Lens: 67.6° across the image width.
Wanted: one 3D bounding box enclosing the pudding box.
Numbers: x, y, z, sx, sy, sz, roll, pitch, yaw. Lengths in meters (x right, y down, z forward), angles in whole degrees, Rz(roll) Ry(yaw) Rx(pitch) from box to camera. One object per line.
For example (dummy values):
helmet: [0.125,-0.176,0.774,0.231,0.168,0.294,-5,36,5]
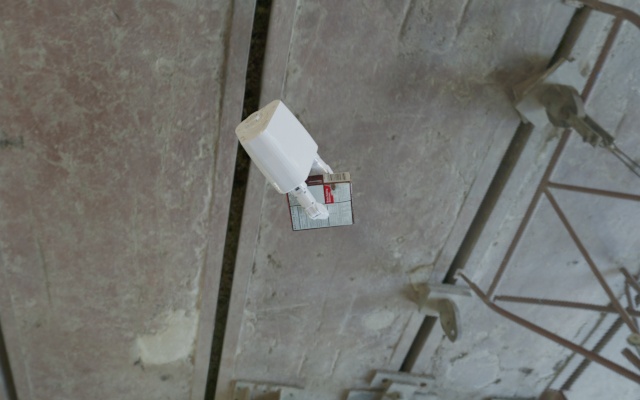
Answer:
pudding box: [0.000,0.003,0.828,0.113,0.090,0.039,-5,30,2]
